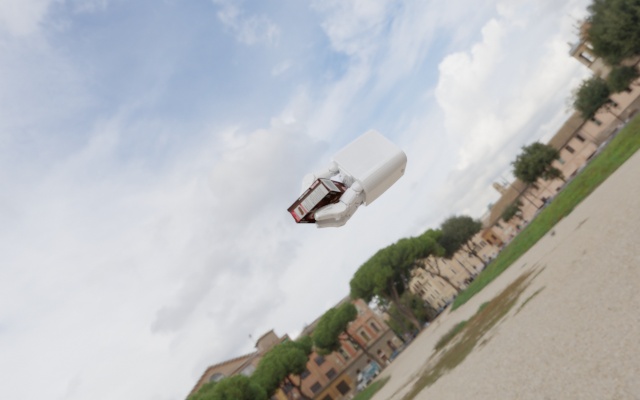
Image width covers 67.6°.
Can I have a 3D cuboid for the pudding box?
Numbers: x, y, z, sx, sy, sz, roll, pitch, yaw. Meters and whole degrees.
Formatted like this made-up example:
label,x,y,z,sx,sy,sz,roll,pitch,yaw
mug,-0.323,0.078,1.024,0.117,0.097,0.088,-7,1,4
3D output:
label,x,y,z,sx,sy,sz,roll,pitch,yaw
pudding box,0.000,0.003,0.895,0.090,0.039,0.113,-45,-21,15
